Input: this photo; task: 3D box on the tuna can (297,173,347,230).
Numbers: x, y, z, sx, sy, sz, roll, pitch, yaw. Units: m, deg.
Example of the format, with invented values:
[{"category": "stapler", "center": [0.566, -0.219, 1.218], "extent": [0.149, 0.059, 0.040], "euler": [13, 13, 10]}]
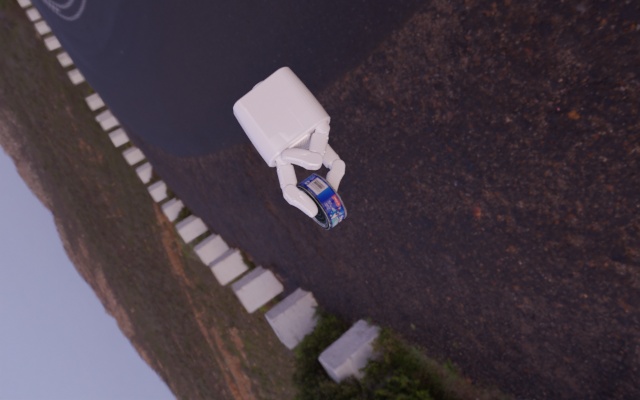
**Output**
[{"category": "tuna can", "center": [0.000, 0.003, 0.737], "extent": [0.033, 0.086, 0.086], "euler": [-37, 13, -17]}]
